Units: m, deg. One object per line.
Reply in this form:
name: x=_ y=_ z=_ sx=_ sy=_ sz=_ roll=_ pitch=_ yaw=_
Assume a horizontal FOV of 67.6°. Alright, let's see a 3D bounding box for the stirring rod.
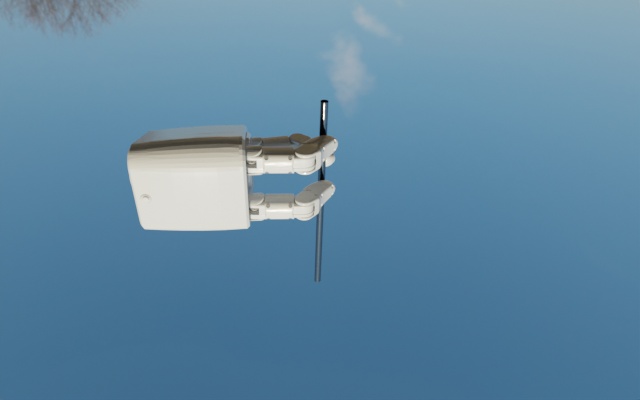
stirring rod: x=0.000 y=0.002 z=0.536 sx=0.011 sy=0.240 sz=0.011 roll=2 pitch=35 yaw=-1
